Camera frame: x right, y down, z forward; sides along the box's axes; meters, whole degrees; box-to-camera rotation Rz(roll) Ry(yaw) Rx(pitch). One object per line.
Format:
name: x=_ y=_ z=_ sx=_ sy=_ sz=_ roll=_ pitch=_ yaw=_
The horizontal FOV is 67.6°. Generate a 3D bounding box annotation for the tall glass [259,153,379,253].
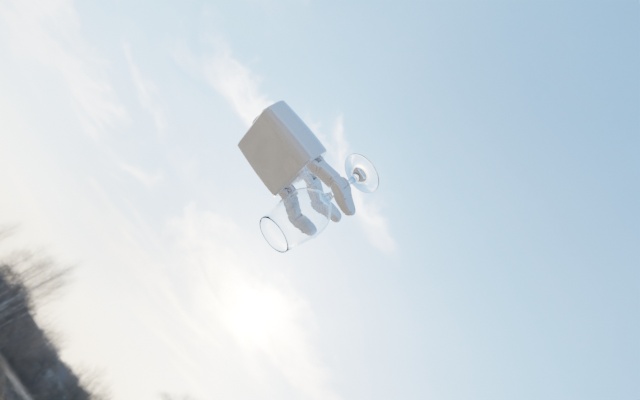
tall glass: x=0.001 y=0.002 z=0.744 sx=0.201 sy=0.079 sz=0.079 roll=-35 pitch=21 yaw=-33
